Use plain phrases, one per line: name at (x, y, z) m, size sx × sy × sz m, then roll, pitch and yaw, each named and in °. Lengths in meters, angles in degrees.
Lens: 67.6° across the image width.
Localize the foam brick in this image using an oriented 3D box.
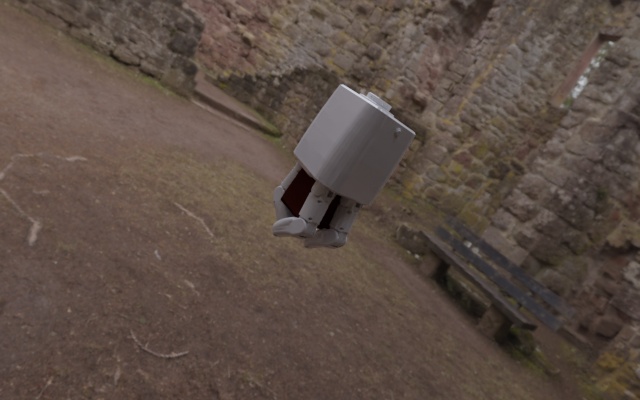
foam brick at (0.000, 0.002, 0.608) m, size 0.078 × 0.051 × 0.053 m, roll 21°, pitch 20°, yaw -48°
